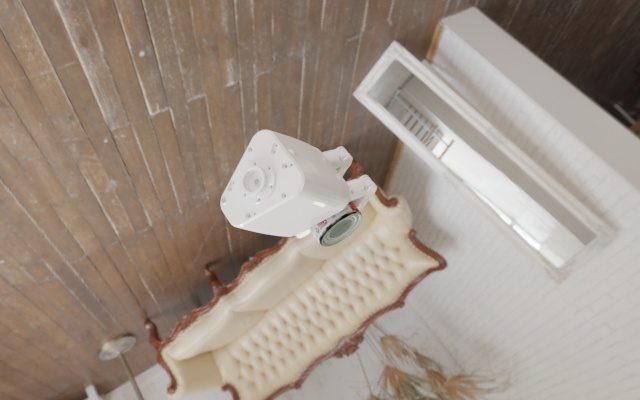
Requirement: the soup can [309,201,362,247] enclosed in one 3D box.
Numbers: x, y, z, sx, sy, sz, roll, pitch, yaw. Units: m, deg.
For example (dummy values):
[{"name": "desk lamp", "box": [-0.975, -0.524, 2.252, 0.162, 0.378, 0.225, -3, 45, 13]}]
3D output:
[{"name": "soup can", "box": [0.000, 0.002, 0.634, 0.068, 0.102, 0.068, -30, -26, -16]}]
